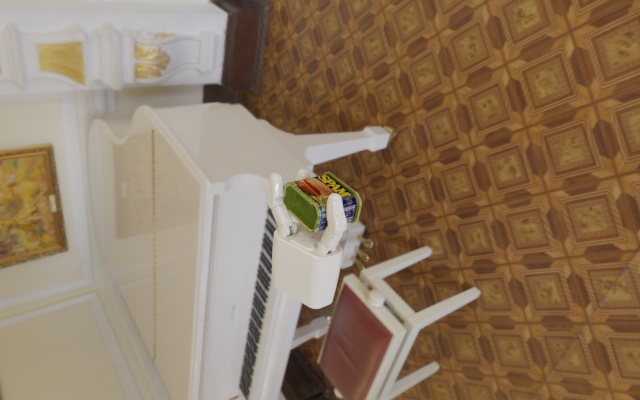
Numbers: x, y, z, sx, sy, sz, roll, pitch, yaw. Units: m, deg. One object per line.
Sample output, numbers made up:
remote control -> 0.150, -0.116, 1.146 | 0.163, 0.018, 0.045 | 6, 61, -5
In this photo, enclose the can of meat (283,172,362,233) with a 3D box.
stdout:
can of meat -> 0.000, 0.003, 0.763 | 0.084, 0.057, 0.102 | -14, 39, -34
